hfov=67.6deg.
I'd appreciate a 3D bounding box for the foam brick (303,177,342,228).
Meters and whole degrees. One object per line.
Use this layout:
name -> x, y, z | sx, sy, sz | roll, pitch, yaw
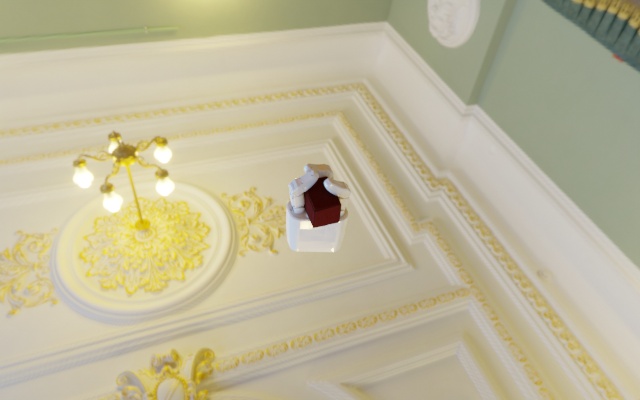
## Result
foam brick -> 0.000, 0.003, 0.877 | 0.053, 0.078, 0.051 | -12, -41, -15
